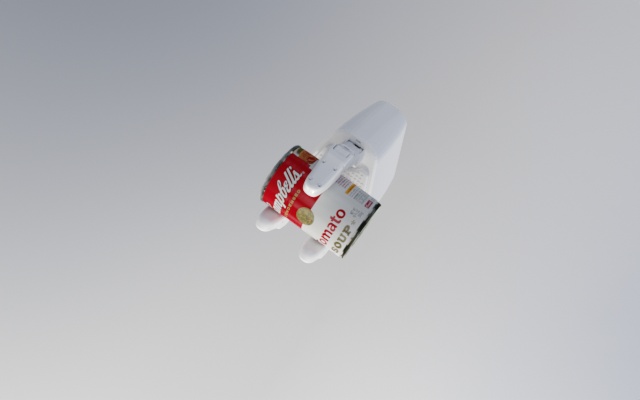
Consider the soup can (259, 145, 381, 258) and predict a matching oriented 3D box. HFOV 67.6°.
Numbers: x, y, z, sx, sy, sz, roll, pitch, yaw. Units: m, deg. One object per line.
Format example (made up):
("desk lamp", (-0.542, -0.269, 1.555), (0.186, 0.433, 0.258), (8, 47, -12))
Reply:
("soup can", (0.000, 0.002, 0.473), (0.102, 0.068, 0.068), (36, 5, 8))
